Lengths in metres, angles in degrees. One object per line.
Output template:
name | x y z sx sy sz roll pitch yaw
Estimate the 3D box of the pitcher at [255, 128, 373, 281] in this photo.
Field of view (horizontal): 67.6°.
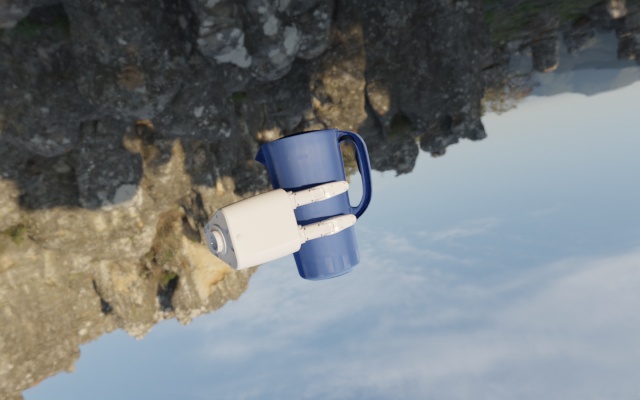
pitcher | 0.000 0.003 0.803 0.145 0.243 0.149 -17 6 -33
